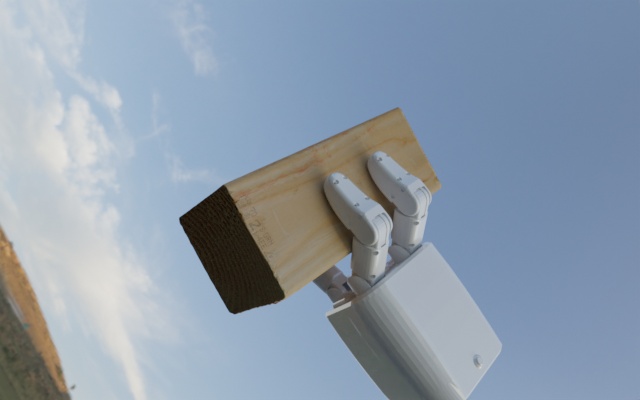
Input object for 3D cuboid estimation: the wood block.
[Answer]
[{"bbox_3d":[0.000,0.002,0.412,0.206,0.090,0.091,-29,1,-41],"label":"wood block"}]
